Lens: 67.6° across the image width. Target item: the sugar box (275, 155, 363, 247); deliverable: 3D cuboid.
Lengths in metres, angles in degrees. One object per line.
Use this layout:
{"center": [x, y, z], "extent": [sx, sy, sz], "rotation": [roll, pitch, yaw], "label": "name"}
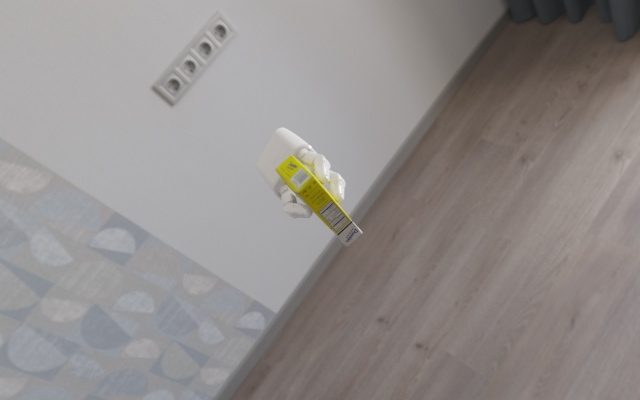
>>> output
{"center": [0.000, 0.002, 0.854], "extent": [0.176, 0.048, 0.093], "rotation": [45, 1, -41], "label": "sugar box"}
